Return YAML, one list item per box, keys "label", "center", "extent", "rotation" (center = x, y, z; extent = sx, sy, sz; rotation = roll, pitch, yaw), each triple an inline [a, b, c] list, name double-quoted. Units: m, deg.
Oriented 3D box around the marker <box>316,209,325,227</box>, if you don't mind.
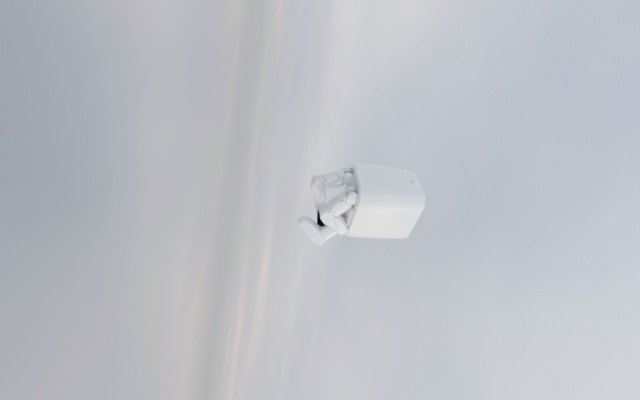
- label: "marker"
  center: [0.000, 0.003, 0.824]
  extent: [0.020, 0.020, 0.121]
  rotation: [0, 37, -5]
